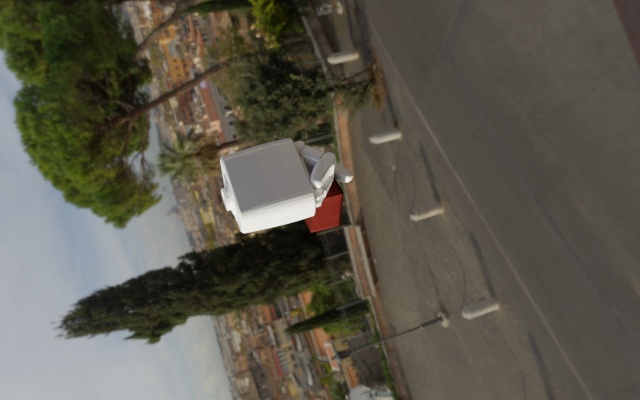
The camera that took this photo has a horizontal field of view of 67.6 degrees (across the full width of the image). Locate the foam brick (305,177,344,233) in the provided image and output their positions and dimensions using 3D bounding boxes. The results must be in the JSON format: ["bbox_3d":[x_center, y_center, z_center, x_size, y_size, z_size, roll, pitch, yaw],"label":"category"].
[{"bbox_3d":[0.000,0.003,0.739,0.051,0.053,0.078,-16,-39,-16],"label":"foam brick"}]
